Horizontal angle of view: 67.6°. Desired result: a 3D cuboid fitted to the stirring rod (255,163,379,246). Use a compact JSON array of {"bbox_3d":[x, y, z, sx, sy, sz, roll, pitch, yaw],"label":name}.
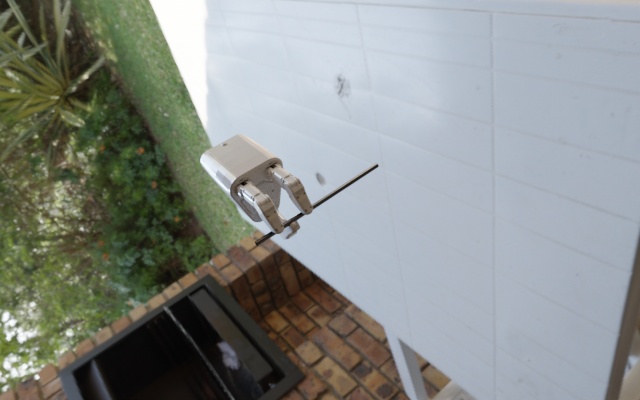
[{"bbox_3d":[0.000,0.002,0.736,0.239,0.011,0.011,-33,14,-23],"label":"stirring rod"}]
